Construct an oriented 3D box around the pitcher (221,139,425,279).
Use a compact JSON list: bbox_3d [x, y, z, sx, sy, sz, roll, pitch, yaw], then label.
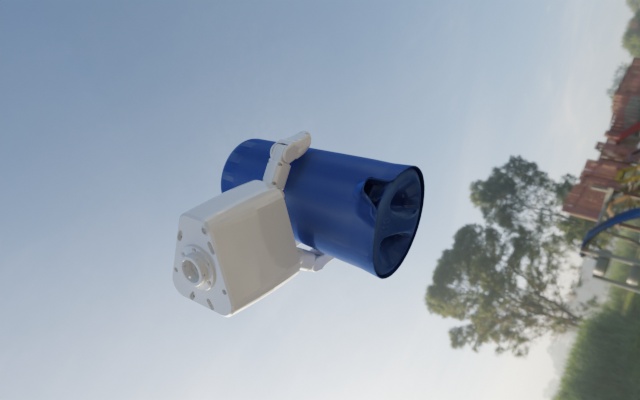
[{"bbox_3d":[0.000,0.002,0.605,0.243,0.149,0.145,17,27,30],"label":"pitcher"}]
